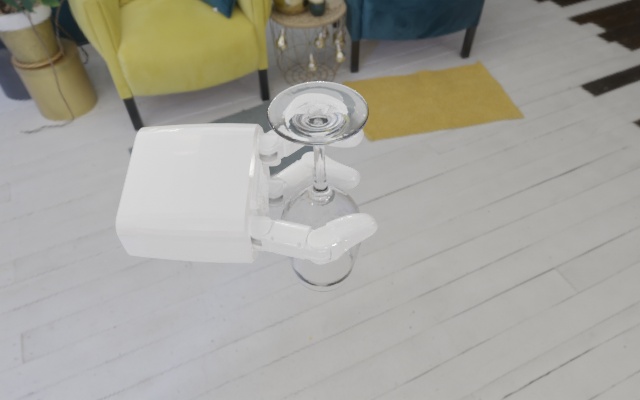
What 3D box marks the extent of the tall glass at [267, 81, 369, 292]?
[{"bbox_3d":[0.000,0.001,0.420,0.079,0.079,0.201,0,-42,2],"label":"tall glass"}]
